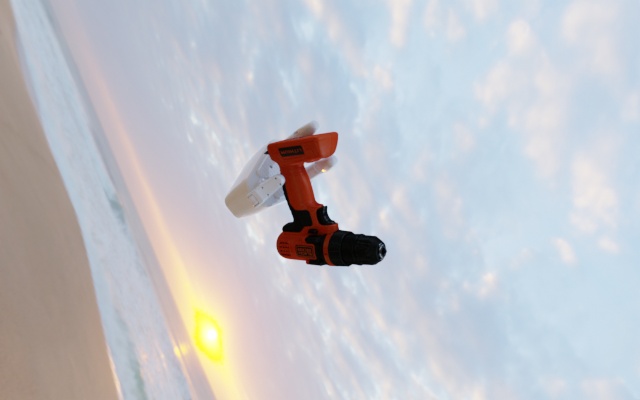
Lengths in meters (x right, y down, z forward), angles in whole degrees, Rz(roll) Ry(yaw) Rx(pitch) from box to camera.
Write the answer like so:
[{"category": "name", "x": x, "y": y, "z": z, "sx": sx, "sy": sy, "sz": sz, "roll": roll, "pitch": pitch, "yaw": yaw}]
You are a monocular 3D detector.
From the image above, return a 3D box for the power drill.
[{"category": "power drill", "x": 0.000, "y": 0.002, "z": 0.668, "sx": 0.184, "sy": 0.188, "sz": 0.057, "roll": -1, "pitch": 13, "yaw": 38}]
